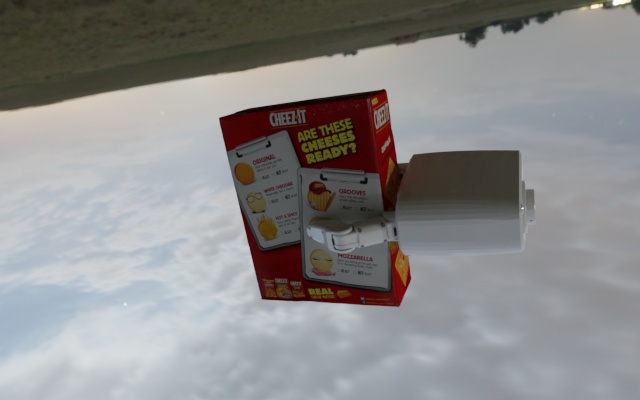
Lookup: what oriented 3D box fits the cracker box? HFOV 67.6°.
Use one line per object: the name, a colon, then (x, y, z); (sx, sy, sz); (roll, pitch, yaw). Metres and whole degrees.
cracker box: (0.000, 0.002, 0.508); (0.164, 0.214, 0.072); (-2, 19, 24)
